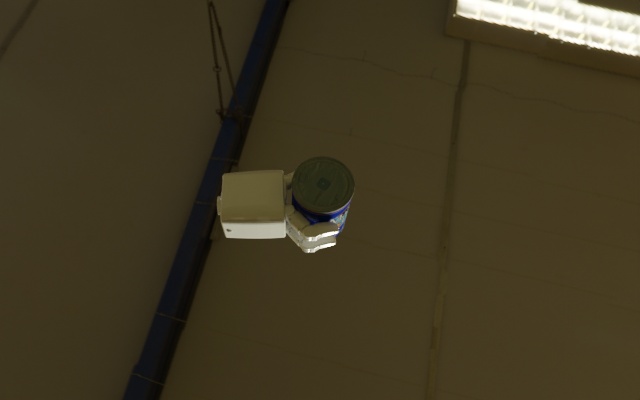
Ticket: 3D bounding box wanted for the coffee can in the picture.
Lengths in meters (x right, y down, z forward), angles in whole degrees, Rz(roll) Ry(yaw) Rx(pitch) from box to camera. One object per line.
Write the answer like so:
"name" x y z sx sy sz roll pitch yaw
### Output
"coffee can" 0.000 0.003 0.832 0.103 0.102 0.140 0 -26 -4
